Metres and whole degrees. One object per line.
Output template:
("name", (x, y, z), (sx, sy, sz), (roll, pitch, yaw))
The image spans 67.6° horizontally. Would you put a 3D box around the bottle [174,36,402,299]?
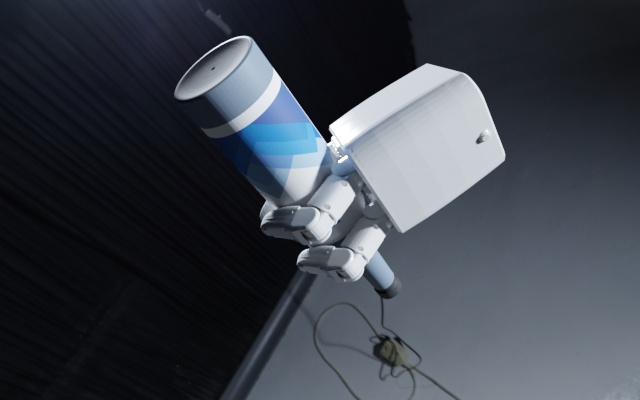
("bottle", (0.000, 0.001, 0.412), (0.069, 0.069, 0.296), (0, -38, 39))
